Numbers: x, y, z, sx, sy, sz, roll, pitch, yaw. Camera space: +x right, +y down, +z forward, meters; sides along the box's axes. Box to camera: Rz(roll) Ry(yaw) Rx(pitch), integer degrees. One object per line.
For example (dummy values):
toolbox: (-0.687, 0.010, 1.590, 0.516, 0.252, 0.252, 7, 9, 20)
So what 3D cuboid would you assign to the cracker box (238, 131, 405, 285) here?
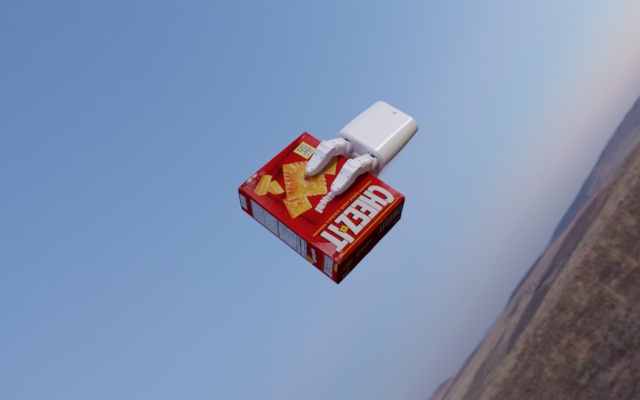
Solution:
cracker box: (0.000, 0.003, 0.764, 0.213, 0.164, 0.072, 35, -28, 23)
